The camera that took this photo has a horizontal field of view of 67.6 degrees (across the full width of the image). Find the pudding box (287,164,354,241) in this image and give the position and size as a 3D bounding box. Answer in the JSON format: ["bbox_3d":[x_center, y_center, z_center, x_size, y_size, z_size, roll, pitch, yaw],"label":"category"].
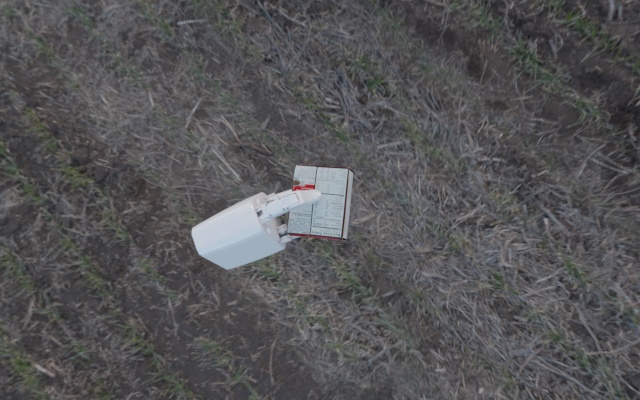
[{"bbox_3d":[0.000,0.002,0.737,0.090,0.113,0.039,5,-5,13],"label":"pudding box"}]
